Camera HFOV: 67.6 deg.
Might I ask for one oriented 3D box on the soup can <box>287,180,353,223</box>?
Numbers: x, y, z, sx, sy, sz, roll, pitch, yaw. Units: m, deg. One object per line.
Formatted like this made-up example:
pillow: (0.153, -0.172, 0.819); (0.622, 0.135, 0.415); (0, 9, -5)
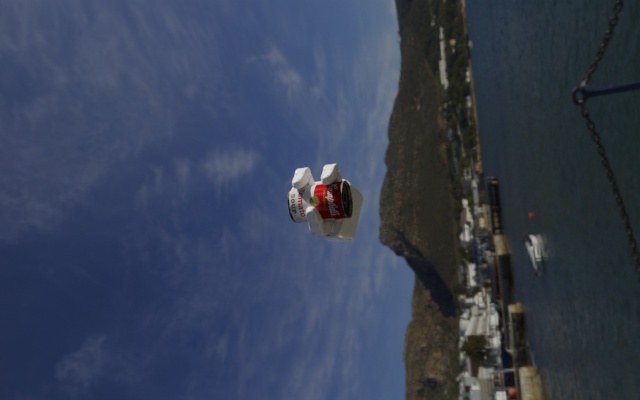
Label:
soup can: (0.000, 0.003, 0.857); (0.102, 0.068, 0.068); (-6, -2, 19)
